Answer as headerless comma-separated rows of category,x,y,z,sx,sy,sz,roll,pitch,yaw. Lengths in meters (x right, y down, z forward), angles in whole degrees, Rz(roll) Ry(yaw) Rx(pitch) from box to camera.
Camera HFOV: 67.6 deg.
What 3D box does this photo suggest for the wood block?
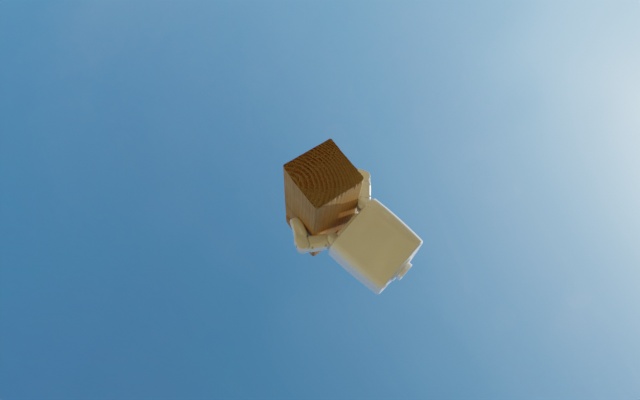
wood block,0.000,0.003,0.794,0.091,0.090,0.206,-32,-20,-17
